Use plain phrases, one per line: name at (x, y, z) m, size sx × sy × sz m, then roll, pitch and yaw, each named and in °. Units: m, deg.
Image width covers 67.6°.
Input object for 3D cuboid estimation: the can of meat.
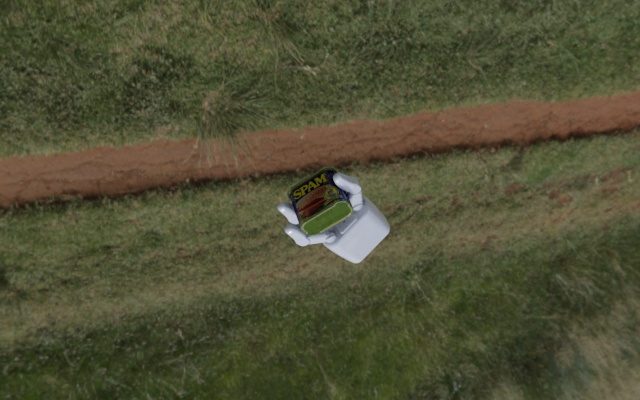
can of meat at (0.000, 0.003, 0.845) m, size 0.102 × 0.084 × 0.057 m, roll -31°, pitch -39°, yaw 13°
